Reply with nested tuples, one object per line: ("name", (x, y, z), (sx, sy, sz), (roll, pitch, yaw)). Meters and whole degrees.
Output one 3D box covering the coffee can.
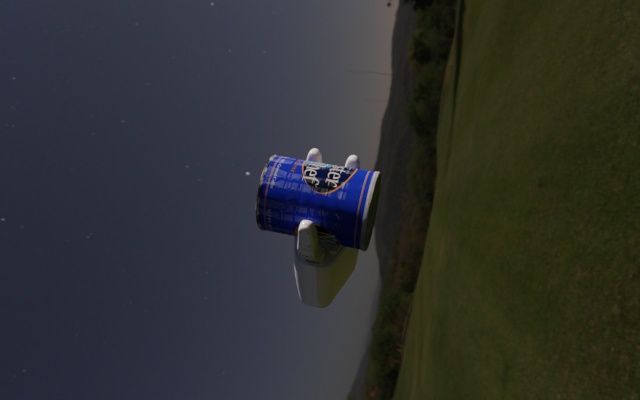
("coffee can", (0.000, 0.002, 0.619), (0.140, 0.103, 0.103), (11, 2, 11))
